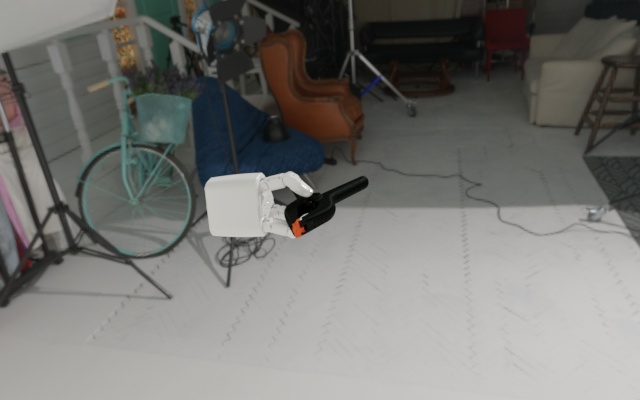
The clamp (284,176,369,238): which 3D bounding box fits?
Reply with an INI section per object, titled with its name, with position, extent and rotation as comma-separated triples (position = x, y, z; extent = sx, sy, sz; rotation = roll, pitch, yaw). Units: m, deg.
[clamp]
position = 0.000, 0.002, 0.883
extent = 0.164, 0.036, 0.210
rotation = -5, 25, 14
